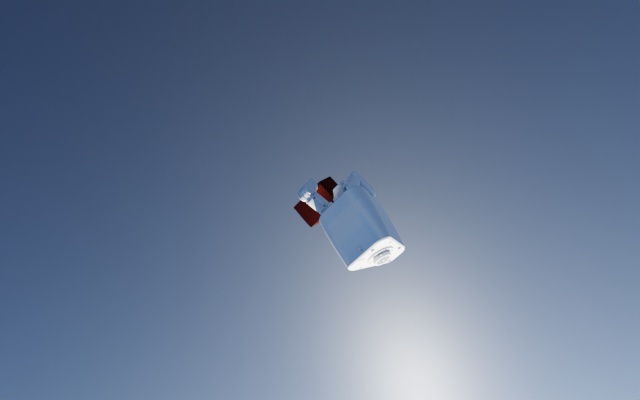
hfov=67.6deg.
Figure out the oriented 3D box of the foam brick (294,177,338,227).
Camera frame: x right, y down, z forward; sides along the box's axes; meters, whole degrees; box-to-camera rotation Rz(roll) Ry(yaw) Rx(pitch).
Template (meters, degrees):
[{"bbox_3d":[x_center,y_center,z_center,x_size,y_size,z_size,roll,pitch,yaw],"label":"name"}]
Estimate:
[{"bbox_3d":[0.000,0.003,0.877,0.078,0.051,0.053,-44,-6,28],"label":"foam brick"}]
